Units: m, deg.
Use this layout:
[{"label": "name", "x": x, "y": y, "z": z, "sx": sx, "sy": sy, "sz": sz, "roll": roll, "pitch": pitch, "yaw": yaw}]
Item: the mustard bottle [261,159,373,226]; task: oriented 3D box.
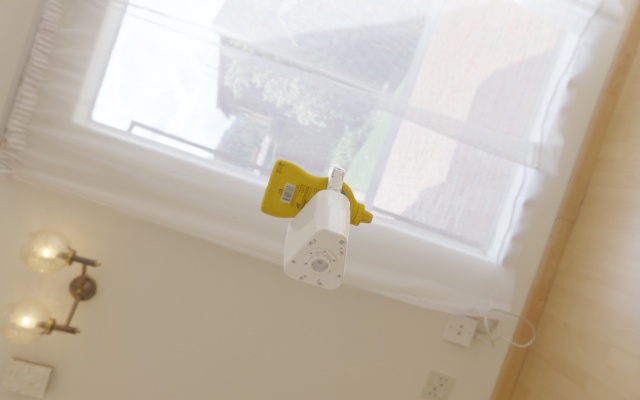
[{"label": "mustard bottle", "x": 0.000, "y": 0.002, "z": 0.825, "sx": 0.191, "sy": 0.096, "sz": 0.058, "roll": 19, "pitch": 7, "yaw": -8}]
